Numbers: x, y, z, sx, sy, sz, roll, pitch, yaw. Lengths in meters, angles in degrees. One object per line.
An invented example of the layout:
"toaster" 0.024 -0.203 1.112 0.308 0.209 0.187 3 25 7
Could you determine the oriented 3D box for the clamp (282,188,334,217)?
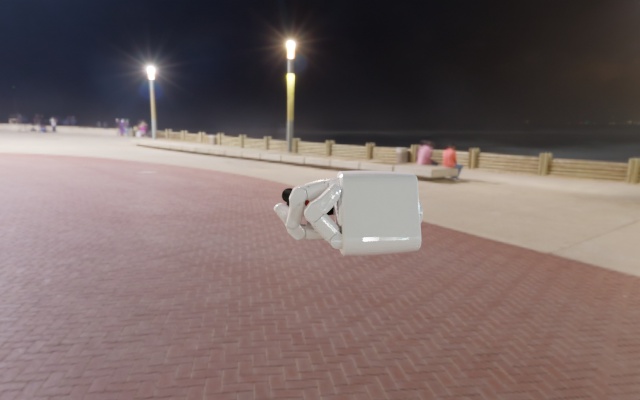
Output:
"clamp" 0.000 0.002 0.746 0.120 0.039 0.171 -3 9 -4
